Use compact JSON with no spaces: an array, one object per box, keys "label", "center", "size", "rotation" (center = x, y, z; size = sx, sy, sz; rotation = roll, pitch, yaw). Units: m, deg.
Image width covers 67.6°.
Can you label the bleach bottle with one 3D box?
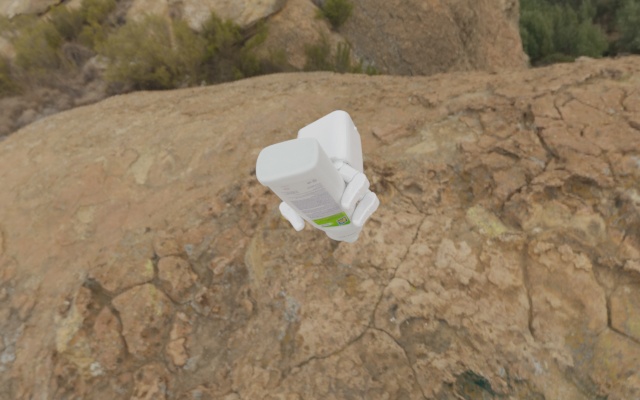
[{"label":"bleach bottle","center":[0.000,0.003,0.768],"size":[0.102,0.068,0.251],"rotation":[-12,-35,19]}]
